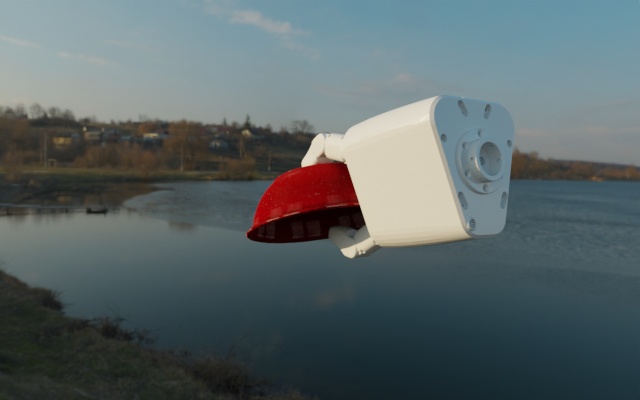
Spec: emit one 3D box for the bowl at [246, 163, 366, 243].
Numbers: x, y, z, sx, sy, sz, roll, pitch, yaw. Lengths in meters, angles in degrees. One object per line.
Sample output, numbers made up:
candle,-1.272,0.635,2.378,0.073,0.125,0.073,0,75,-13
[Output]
bowl,-0.001,0.002,0.501,0.162,0.055,0.162,-9,-14,-2
